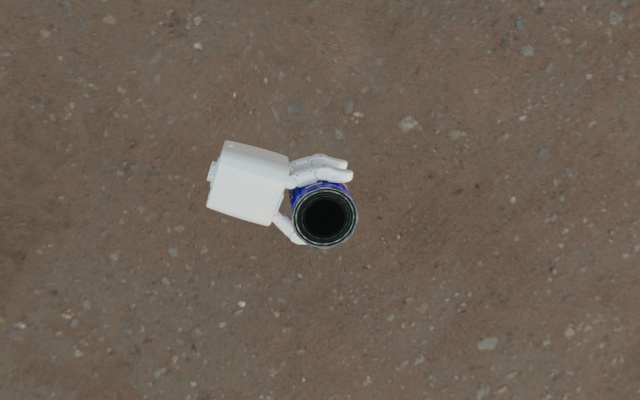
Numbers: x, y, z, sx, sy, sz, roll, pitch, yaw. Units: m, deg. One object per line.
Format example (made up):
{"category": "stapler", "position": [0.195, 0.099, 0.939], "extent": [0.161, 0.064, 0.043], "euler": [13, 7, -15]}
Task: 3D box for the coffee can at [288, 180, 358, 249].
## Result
{"category": "coffee can", "position": [0.000, 0.003, 0.792], "extent": [0.103, 0.103, 0.140], "euler": [0, 21, -6]}
